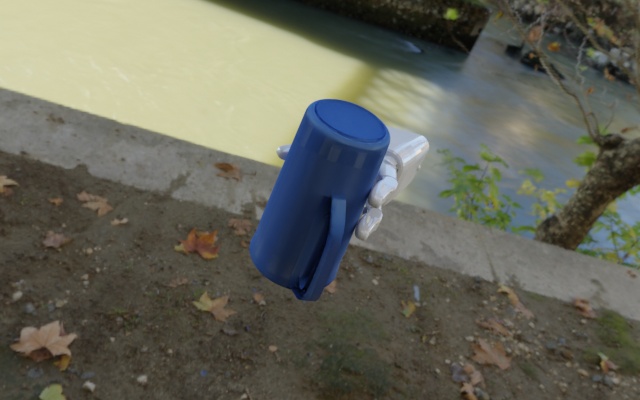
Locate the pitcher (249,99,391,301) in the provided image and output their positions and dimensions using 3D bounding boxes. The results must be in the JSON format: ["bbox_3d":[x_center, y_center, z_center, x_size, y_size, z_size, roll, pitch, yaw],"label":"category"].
[{"bbox_3d":[0.000,0.002,0.623,0.149,0.243,0.145,37,38,19],"label":"pitcher"}]
